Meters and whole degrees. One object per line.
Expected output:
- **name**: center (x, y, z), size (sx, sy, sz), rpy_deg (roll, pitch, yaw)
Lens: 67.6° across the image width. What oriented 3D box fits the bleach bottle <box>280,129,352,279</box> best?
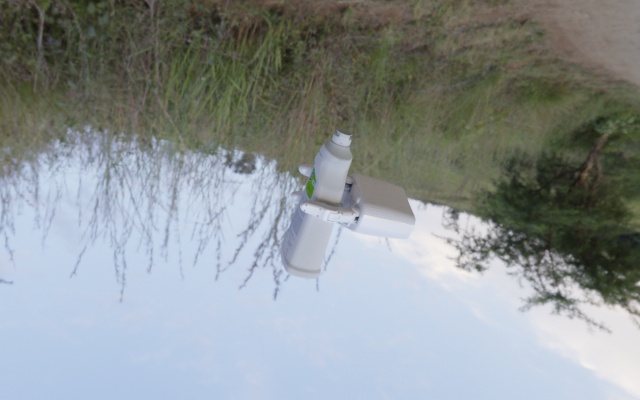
- **bleach bottle**: center (0.000, 0.003, 0.812), size (0.068, 0.251, 0.102), rpy_deg (12, 22, -20)
